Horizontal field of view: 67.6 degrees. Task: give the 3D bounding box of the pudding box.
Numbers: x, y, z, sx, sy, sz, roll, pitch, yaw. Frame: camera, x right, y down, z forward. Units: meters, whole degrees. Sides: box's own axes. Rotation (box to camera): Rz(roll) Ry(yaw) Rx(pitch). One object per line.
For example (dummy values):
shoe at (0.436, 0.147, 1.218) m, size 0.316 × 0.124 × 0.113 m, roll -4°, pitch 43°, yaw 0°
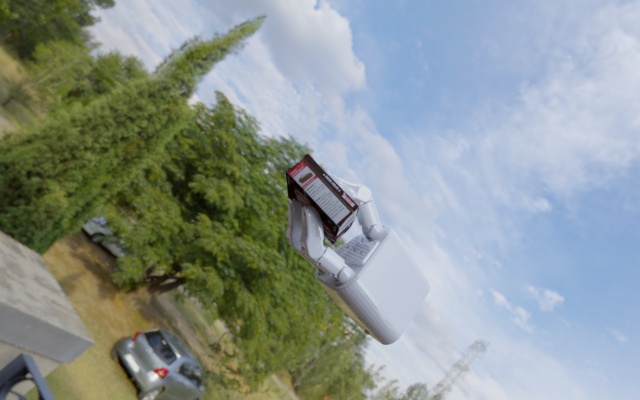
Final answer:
pudding box at (0.000, 0.002, 0.581) m, size 0.039 × 0.090 × 0.113 m, roll -42°, pitch -9°, yaw -14°
